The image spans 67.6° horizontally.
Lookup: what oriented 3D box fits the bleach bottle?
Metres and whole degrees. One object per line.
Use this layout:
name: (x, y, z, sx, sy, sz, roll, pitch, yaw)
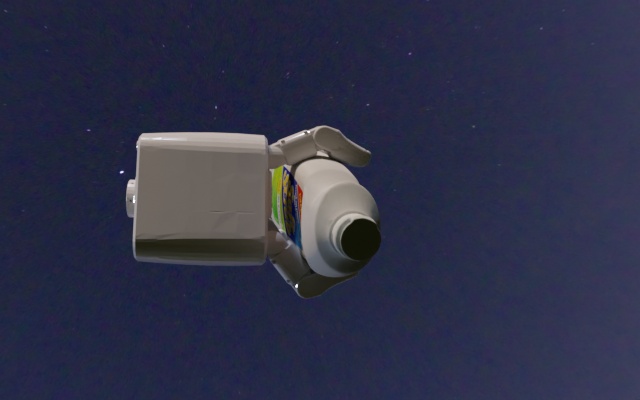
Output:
bleach bottle: (0.000, 0.002, 0.430, 0.068, 0.102, 0.251, 1, 7, -13)
